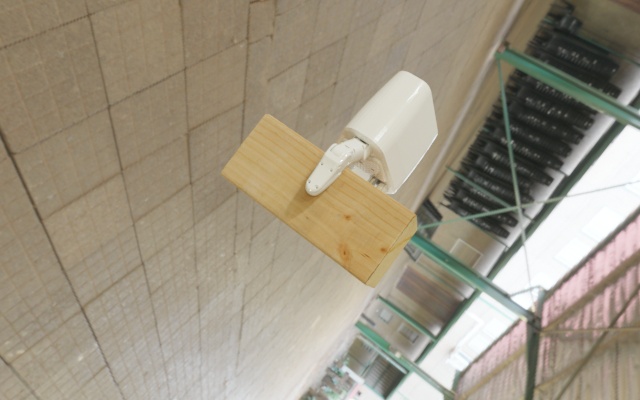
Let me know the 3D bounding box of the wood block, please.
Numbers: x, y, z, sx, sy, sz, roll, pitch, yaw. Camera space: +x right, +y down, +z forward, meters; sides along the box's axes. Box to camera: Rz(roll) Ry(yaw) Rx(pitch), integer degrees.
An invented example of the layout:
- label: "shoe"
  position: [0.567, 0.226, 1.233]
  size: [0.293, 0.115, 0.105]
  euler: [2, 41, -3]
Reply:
- label: "wood block"
  position: [0.000, 0.001, 0.552]
  size: [0.206, 0.090, 0.091]
  euler: [36, -4, 17]
